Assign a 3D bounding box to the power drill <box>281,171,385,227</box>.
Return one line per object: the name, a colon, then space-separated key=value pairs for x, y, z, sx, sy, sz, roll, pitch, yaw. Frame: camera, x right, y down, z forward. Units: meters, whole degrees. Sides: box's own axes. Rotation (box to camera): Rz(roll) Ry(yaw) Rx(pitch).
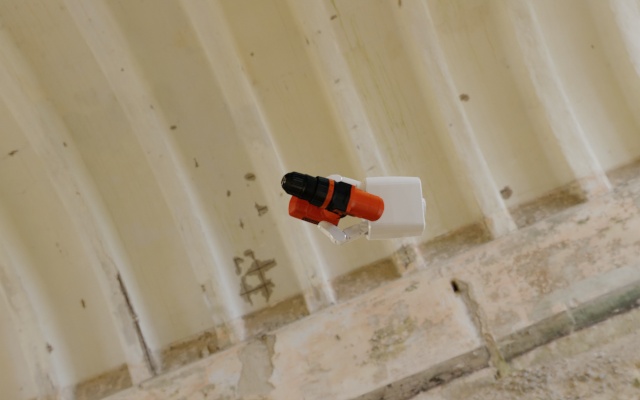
power drill: x=0.000 y=0.003 z=0.868 sx=0.184 sy=0.057 sz=0.187 roll=19 pitch=-12 yaw=-15
